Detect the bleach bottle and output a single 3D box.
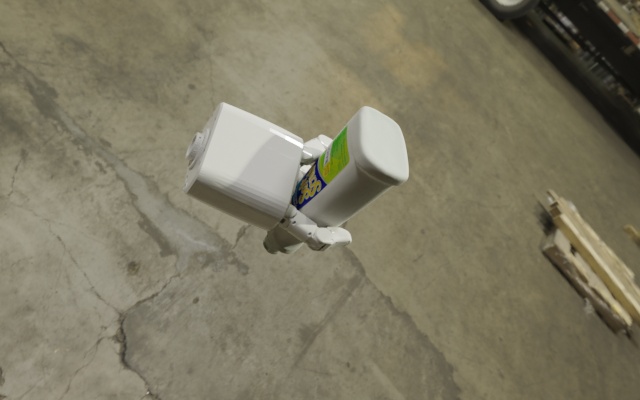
[{"bbox_3d":[0.000,0.002,0.590,0.068,0.102,0.251,25,-47,-23],"label":"bleach bottle"}]
